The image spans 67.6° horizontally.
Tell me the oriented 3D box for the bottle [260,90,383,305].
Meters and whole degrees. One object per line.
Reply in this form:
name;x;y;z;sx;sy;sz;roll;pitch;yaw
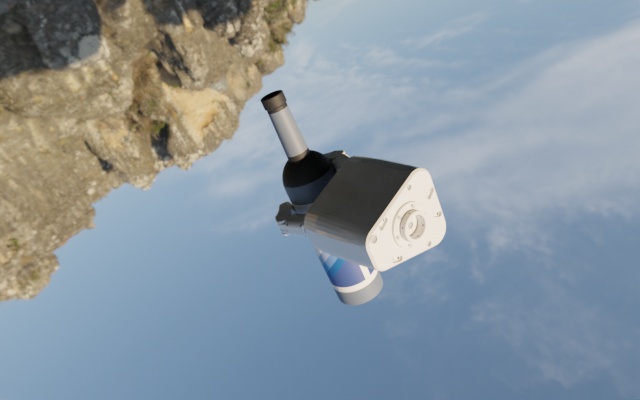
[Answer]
bottle;0.000;0.002;0.600;0.069;0.296;0.069;-20;26;10
